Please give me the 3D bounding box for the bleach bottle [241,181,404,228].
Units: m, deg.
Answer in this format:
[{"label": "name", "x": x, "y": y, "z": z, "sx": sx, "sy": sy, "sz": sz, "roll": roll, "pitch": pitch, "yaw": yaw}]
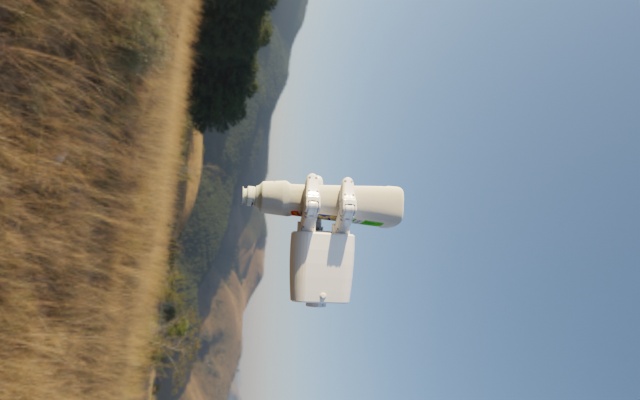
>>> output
[{"label": "bleach bottle", "x": 0.000, "y": 0.002, "z": 0.768, "sx": 0.251, "sy": 0.068, "sz": 0.102, "roll": 4, "pitch": -7, "yaw": -11}]
